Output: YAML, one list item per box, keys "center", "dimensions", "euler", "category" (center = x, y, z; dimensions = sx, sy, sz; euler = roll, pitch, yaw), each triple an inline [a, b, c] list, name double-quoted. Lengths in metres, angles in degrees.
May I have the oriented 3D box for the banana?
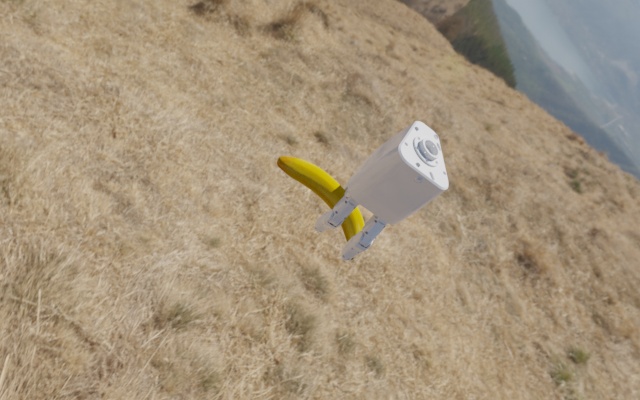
- center: [0.012, -0.003, 0.764]
  dimensions: [0.037, 0.198, 0.069]
  euler: [-37, 2, 45]
  category: "banana"
